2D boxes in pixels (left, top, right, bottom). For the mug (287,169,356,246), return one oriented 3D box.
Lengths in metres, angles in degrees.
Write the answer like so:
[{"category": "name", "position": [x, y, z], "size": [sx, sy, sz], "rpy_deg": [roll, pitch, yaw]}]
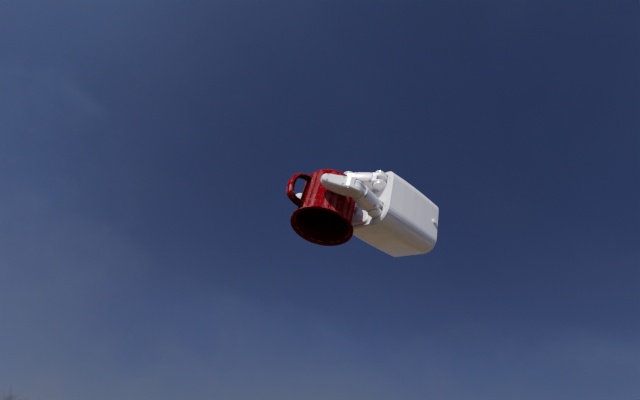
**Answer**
[{"category": "mug", "position": [-0.001, 0.001, 0.707], "size": [0.117, 0.081, 0.093], "rpy_deg": [32, -42, -21]}]
